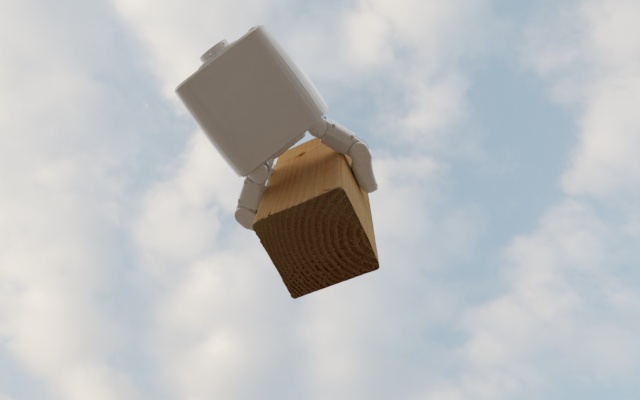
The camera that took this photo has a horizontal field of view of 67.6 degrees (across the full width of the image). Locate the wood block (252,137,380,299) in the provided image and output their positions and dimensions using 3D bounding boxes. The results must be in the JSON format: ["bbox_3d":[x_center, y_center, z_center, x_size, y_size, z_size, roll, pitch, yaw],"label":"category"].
[{"bbox_3d":[0.000,0.001,0.519,0.091,0.090,0.206,-22,20,11],"label":"wood block"}]
